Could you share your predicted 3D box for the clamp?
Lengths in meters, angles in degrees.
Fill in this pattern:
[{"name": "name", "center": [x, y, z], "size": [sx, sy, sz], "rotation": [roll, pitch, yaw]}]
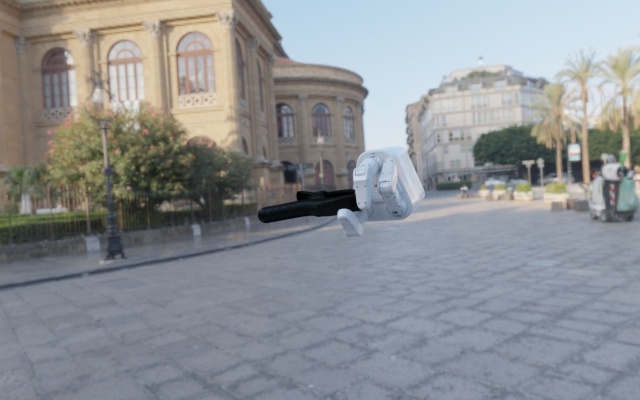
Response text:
[{"name": "clamp", "center": [0.000, 0.002, 0.746], "size": [0.171, 0.039, 0.120], "rotation": [-4, 20, 25]}]
